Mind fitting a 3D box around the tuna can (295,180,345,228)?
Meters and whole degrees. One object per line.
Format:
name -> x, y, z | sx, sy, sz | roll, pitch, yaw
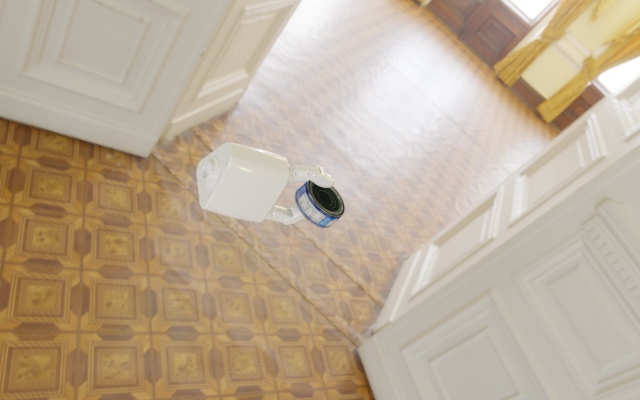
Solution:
tuna can -> 0.001, 0.002, 0.811 | 0.086, 0.086, 0.034 | 0, -35, -51
